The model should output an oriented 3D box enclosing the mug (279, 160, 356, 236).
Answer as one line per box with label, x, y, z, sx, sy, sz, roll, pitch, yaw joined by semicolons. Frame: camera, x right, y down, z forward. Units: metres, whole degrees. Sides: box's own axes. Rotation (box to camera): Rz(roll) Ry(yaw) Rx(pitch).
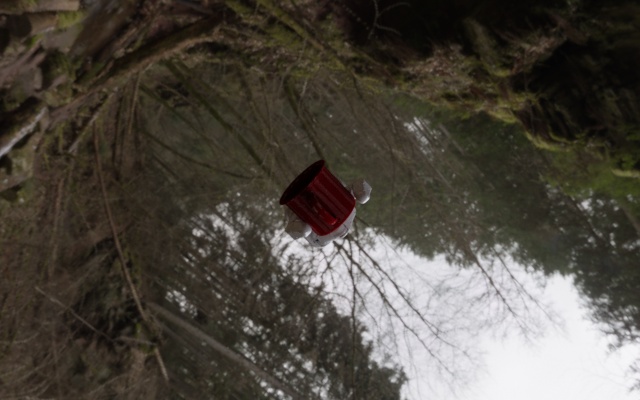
mug;0.000;0.003;0.710;0.081;0.093;0.117;45;6;-16
